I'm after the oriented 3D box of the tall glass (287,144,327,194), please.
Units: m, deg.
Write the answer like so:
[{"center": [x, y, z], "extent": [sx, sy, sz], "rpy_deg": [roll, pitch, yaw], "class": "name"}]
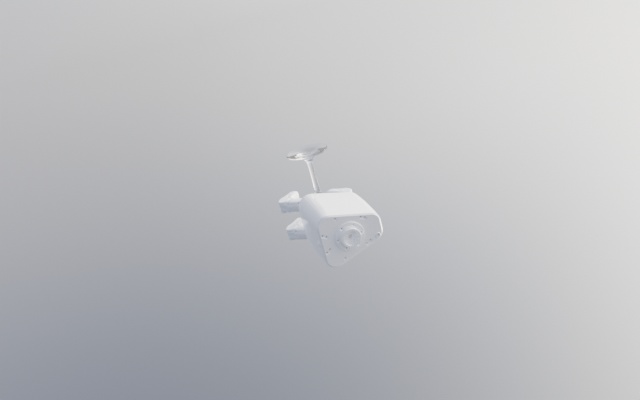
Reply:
[{"center": [0.000, 0.002, 0.875], "extent": [0.079, 0.201, 0.079], "rpy_deg": [-13, 22, 5], "class": "tall glass"}]
